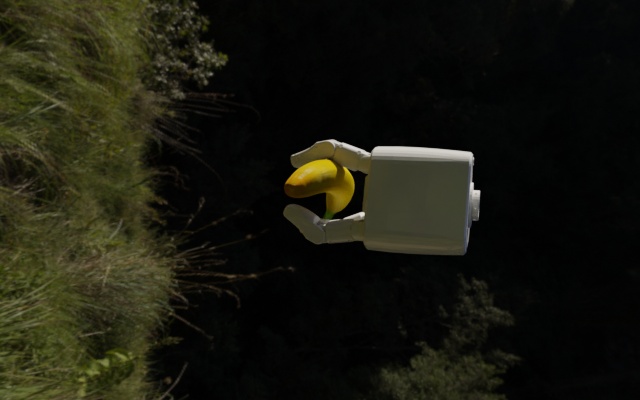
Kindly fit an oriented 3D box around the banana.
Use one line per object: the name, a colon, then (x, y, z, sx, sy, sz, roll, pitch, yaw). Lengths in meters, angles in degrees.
banana: (0.009, -0.014, 0.566, 0.037, 0.069, 0.198, 23, -6, 18)
